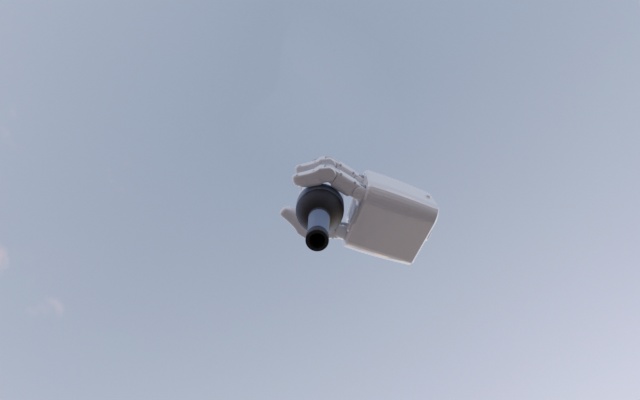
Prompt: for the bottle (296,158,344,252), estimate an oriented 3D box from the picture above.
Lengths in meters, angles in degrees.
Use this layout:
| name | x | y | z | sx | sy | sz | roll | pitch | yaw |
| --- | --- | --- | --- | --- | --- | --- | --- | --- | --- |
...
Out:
| name | x | y | z | sx | sy | sz | roll | pitch | yaw |
| --- | --- | --- | --- | --- | --- | --- | --- | --- | --- |
| bottle | 0.000 | 0.002 | 0.686 | 0.069 | 0.069 | 0.295 | 0 | 17 | 2 |
